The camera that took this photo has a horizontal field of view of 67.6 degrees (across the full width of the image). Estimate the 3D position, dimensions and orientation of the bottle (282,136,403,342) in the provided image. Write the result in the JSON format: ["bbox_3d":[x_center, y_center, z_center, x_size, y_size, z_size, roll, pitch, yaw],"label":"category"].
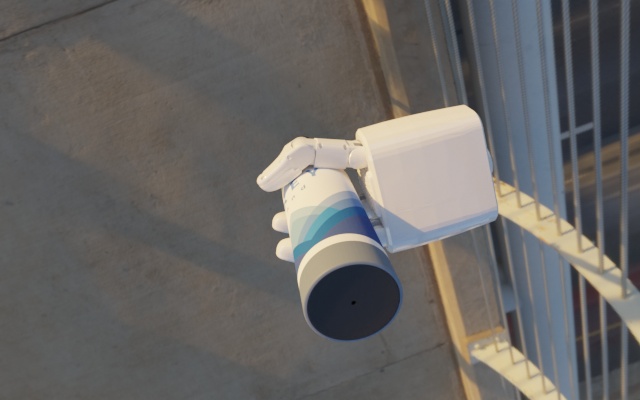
[{"bbox_3d":[0.000,0.002,0.439,0.069,0.069,0.295,0,27,-10],"label":"bottle"}]
